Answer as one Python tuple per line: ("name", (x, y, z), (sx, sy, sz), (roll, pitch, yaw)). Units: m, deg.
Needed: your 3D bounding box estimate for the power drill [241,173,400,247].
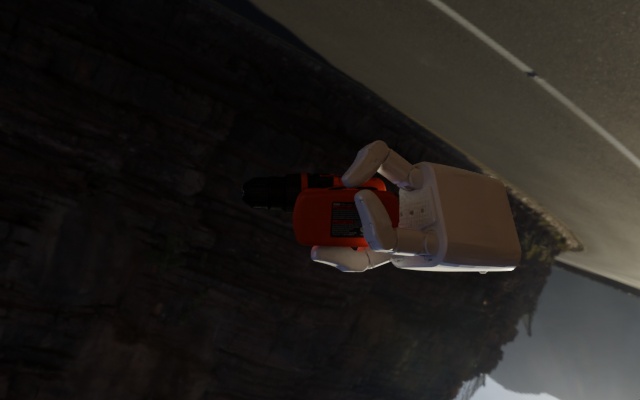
("power drill", (0.000, 0.002, 0.541), (0.184, 0.057, 0.187), (-1, 11, -7))
